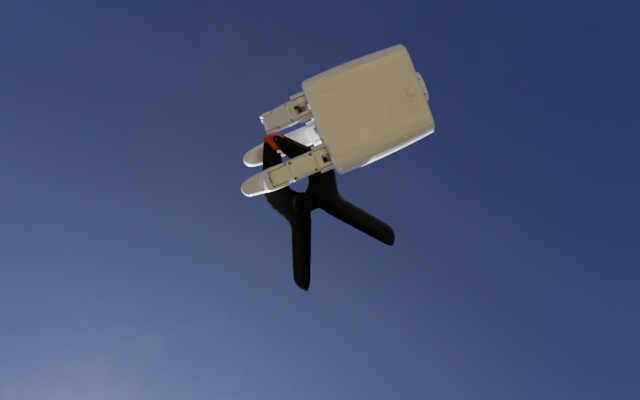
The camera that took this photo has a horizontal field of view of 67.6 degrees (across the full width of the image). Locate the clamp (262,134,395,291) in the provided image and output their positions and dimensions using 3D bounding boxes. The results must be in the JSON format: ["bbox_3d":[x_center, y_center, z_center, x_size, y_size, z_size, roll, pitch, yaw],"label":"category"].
[{"bbox_3d":[0.000,0.001,0.508,0.120,0.171,0.039,-22,7,6],"label":"clamp"}]
